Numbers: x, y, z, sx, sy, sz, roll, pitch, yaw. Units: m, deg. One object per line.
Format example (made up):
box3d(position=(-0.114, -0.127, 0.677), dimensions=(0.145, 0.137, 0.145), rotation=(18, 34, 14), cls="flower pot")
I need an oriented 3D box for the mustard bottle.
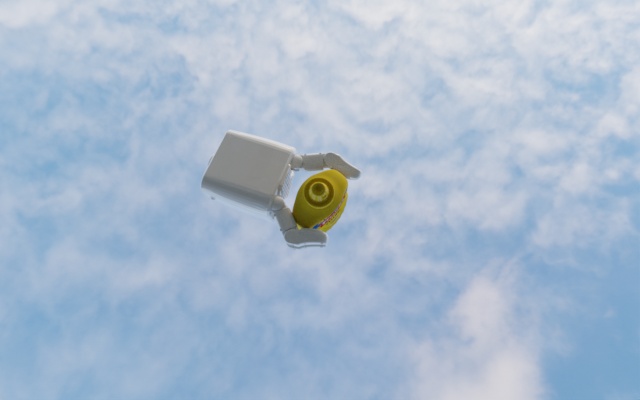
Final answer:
box3d(position=(0.000, 0.002, 0.694), dimensions=(0.058, 0.096, 0.192), rotation=(42, -6, 9), cls="mustard bottle")
